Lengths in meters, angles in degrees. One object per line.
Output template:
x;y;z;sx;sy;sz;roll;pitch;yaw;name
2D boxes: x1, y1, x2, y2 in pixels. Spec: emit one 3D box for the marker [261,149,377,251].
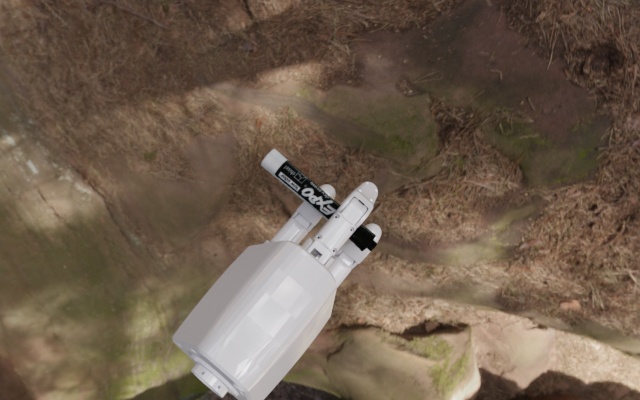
0.000;0.001;0.412;0.121;0.020;0.020;40;1;1;marker
